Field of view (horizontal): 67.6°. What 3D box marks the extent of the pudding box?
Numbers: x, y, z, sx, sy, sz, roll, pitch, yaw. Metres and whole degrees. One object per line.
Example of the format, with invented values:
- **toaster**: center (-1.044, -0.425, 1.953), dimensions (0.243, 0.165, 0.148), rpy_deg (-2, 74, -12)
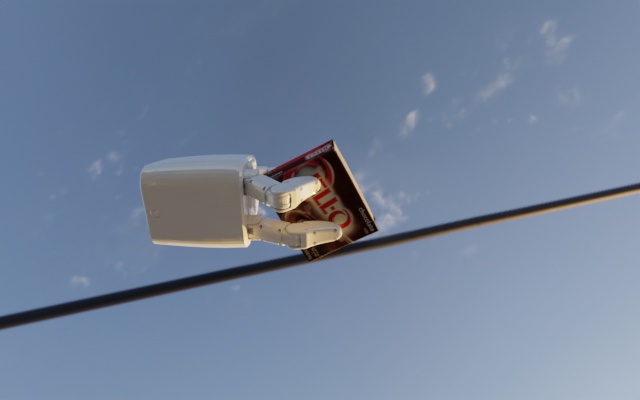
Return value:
- **pudding box**: center (0.000, 0.002, 0.529), dimensions (0.090, 0.113, 0.039), rpy_deg (-26, 25, 12)
